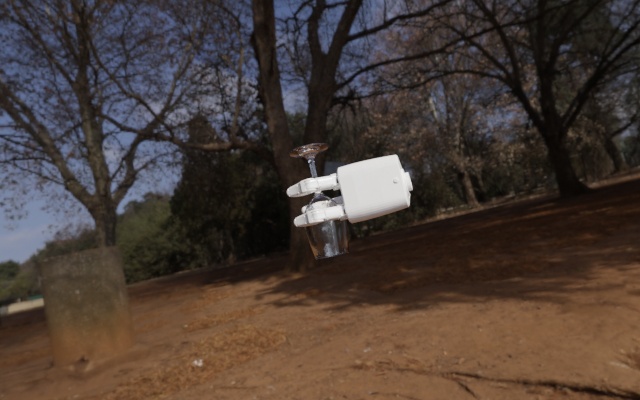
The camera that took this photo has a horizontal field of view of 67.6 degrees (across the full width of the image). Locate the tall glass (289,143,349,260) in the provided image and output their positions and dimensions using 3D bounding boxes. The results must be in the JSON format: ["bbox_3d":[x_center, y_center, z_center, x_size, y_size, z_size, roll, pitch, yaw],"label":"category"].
[{"bbox_3d":[0.000,0.002,0.865,0.079,0.201,0.079,-12,-8,-2],"label":"tall glass"}]
